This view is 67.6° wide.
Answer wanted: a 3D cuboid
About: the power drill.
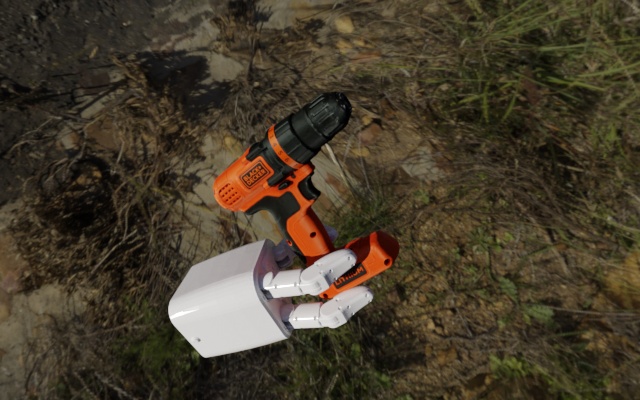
[{"bbox_3d":[0.000,0.002,0.509,0.184,0.187,0.057,-34,9,29],"label":"power drill"}]
